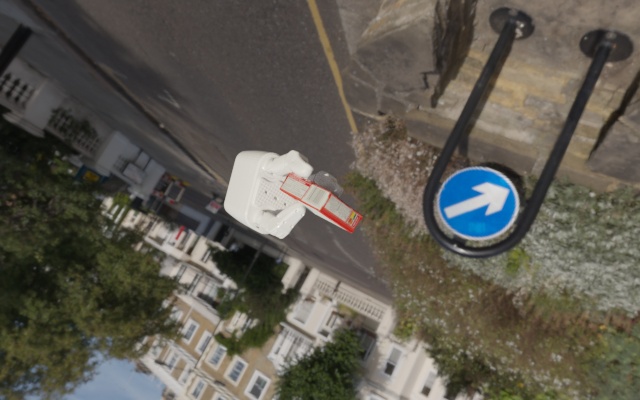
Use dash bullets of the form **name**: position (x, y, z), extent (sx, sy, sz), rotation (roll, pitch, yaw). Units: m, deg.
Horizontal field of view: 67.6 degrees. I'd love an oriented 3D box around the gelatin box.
- **gelatin box**: position (0.000, 0.003, 0.616), extent (0.089, 0.030, 0.073), rotation (27, -6, 46)
